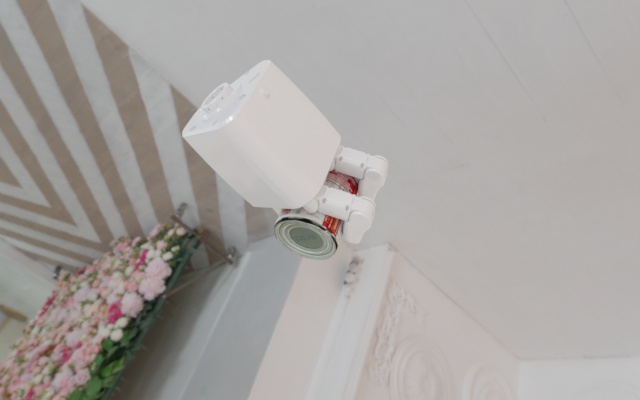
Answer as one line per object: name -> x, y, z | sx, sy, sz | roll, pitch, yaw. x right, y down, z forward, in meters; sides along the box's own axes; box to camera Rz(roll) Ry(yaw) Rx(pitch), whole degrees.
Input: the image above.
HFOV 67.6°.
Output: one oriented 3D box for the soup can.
soup can -> 0.000, 0.002, 0.498 | 0.068, 0.102, 0.069 | 14, -37, 11
